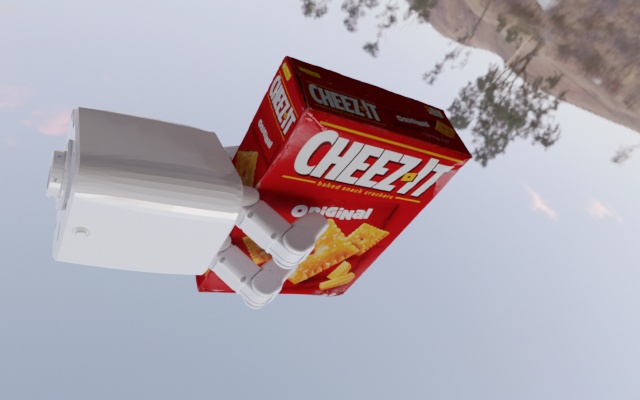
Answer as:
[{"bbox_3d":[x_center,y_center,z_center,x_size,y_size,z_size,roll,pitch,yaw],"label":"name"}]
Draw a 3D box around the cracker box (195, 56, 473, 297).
[{"bbox_3d":[0.000,0.001,0.422,0.164,0.072,0.214,9,-46,-33],"label":"cracker box"}]
